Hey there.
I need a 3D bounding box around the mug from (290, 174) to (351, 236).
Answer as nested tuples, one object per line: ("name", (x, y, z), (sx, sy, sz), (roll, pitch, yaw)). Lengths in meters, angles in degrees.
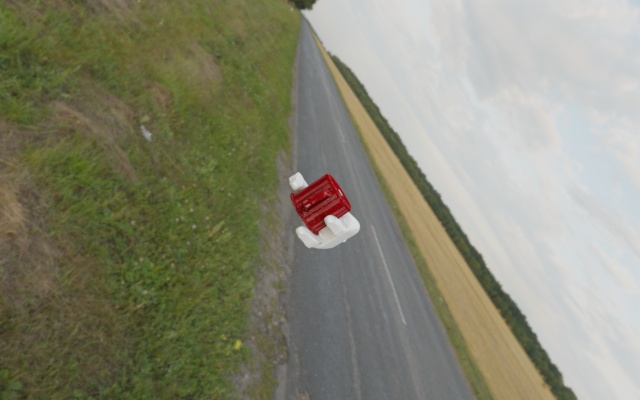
("mug", (0.000, 0.002, 0.869), (0.081, 0.093, 0.117), (-33, -14, 9))
